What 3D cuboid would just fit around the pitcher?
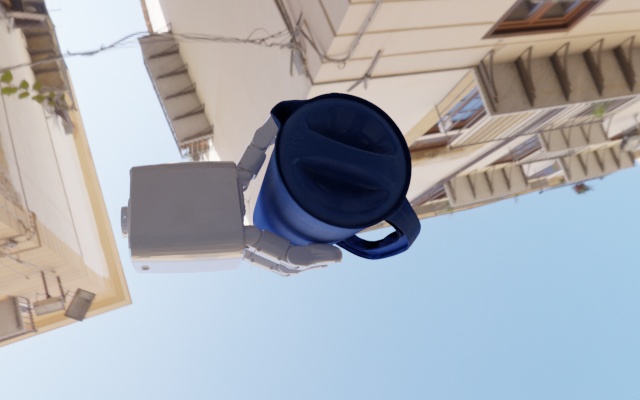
[{"bbox_3d":[0.000,0.002,0.539,0.145,0.149,0.243,-2,-16,-17],"label":"pitcher"}]
